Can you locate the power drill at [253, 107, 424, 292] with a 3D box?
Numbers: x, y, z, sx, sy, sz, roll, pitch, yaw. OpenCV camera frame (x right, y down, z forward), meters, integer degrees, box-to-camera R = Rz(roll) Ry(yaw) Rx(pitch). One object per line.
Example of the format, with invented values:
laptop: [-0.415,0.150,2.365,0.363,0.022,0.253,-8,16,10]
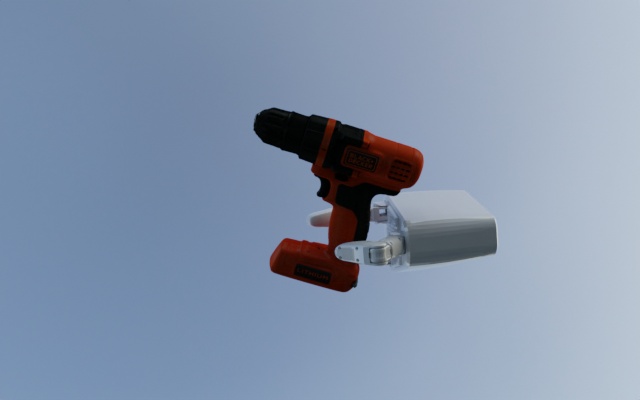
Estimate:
power drill: [0.000,0.002,0.532,0.184,0.188,0.057,17,25,-1]
